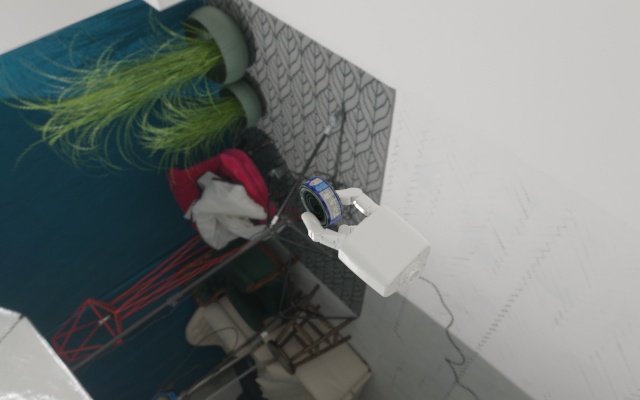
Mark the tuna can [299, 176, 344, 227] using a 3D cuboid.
[{"bbox_3d":[0.000,0.003,0.826,0.033,0.086,0.086,-31,13,-22],"label":"tuna can"}]
